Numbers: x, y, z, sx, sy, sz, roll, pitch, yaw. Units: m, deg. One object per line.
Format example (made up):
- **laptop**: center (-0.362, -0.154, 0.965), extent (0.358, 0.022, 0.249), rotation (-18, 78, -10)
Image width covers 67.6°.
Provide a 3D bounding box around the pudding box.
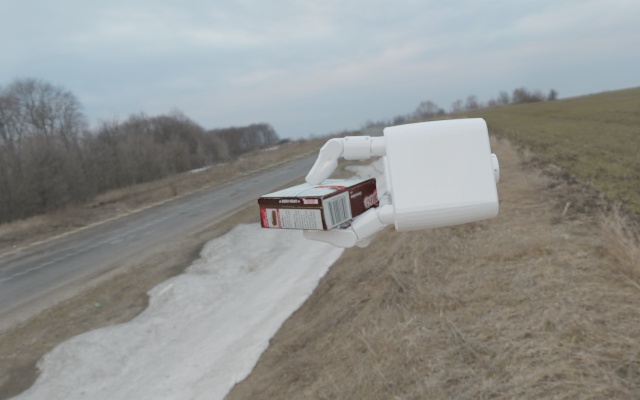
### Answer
- **pudding box**: center (0.000, 0.002, 0.534), extent (0.090, 0.039, 0.113), rotation (-1, 10, 36)
